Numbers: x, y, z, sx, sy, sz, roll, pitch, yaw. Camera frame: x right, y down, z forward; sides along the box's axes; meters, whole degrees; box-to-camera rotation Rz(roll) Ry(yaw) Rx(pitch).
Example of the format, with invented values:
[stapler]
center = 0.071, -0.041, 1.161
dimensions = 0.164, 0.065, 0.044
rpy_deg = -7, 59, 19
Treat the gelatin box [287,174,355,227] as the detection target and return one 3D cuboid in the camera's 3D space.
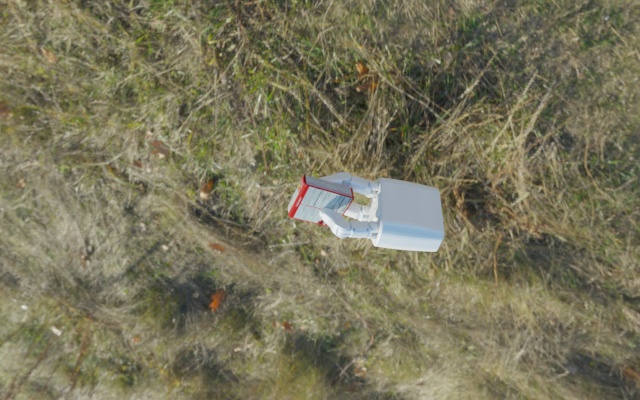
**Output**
[gelatin box]
center = 0.000, 0.003, 0.779
dimensions = 0.089, 0.073, 0.030
rpy_deg = 14, 38, -20
